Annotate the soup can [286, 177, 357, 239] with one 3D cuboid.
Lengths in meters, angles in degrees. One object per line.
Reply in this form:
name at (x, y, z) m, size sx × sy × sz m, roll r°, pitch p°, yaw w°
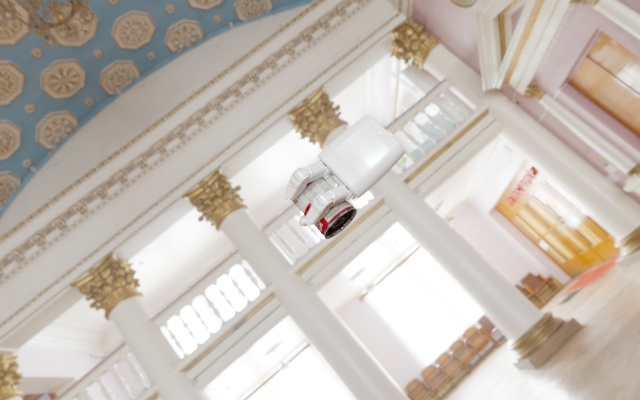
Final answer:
soup can at (0.000, 0.003, 0.770) m, size 0.102 × 0.068 × 0.068 m, roll 47°, pitch 20°, yaw 20°
